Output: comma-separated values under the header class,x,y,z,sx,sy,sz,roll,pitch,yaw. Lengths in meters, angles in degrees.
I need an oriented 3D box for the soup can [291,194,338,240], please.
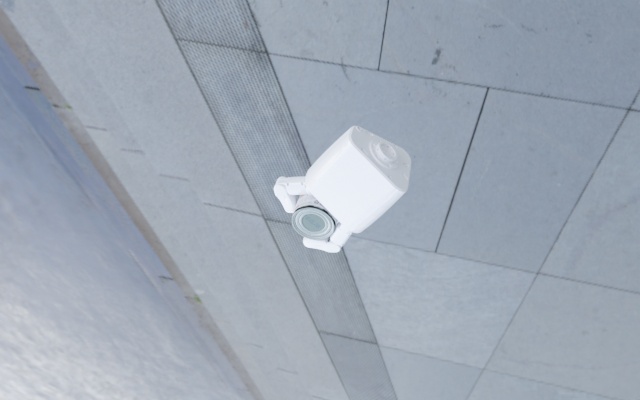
class,x,y,z,sx,sy,sz,roll,pitch,yaw
soup can,0.000,0.003,0.730,0.068,0.069,0.102,0,40,16
